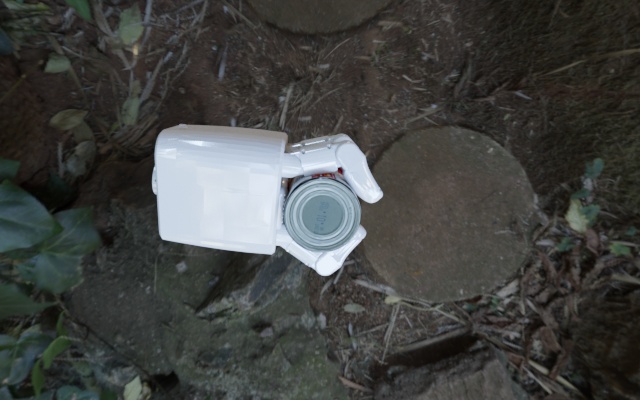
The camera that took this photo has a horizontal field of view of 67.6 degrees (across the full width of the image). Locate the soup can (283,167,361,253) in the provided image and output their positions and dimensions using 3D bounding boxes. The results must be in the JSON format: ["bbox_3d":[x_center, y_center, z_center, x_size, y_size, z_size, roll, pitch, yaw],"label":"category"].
[{"bbox_3d":[0.001,0.002,0.449,0.068,0.068,0.102,0,13,-2],"label":"soup can"}]
